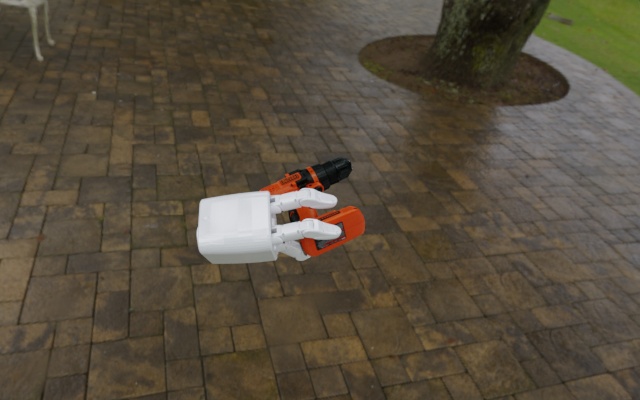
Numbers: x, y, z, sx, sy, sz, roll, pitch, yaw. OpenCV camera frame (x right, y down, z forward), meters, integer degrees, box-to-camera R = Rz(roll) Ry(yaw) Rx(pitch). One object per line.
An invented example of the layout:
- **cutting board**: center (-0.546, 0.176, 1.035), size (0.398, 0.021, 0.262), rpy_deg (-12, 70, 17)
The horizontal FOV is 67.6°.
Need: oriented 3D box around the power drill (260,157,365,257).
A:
- **power drill**: center (0.000, 0.003, 0.802), size (0.184, 0.057, 0.187), rpy_deg (-26, 35, -10)
